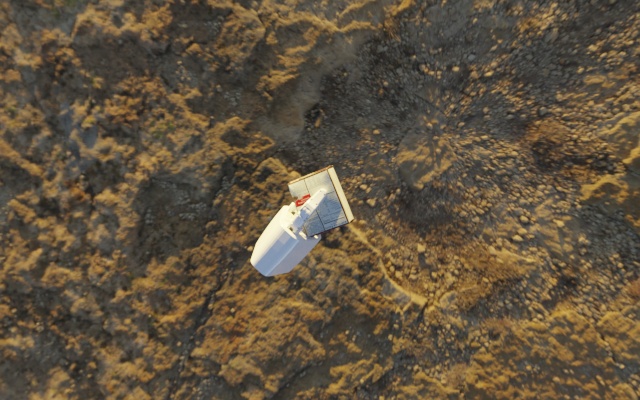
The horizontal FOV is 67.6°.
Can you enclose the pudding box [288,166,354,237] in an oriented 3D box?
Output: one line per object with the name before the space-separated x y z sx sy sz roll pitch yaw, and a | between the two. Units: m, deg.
pudding box | 0.000 0.003 0.896 0.090 0.113 0.039 -20 5 20
